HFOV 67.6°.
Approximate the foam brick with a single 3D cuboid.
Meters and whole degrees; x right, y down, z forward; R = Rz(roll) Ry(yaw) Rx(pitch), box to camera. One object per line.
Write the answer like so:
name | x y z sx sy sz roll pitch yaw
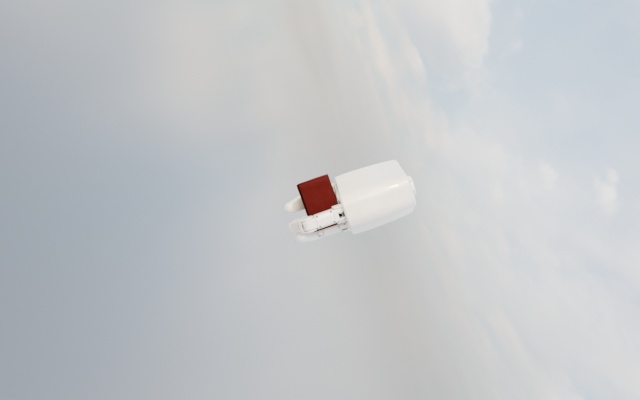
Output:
foam brick | 0.000 0.002 0.747 0.051 0.078 0.053 -19 6 2
